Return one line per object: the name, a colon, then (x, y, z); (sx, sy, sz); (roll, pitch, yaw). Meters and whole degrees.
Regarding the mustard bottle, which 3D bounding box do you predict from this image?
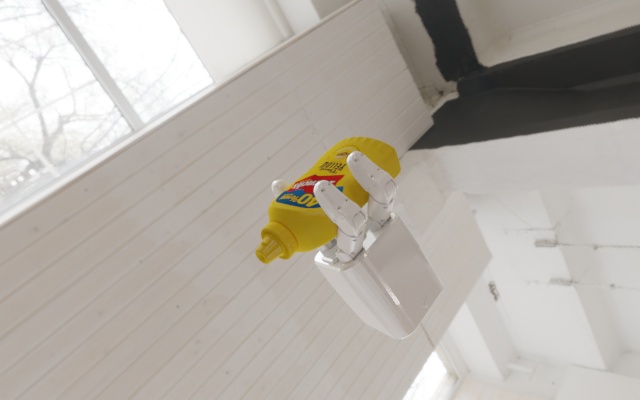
mustard bottle: (0.000, 0.001, 0.522); (0.096, 0.058, 0.191); (12, 44, 42)
